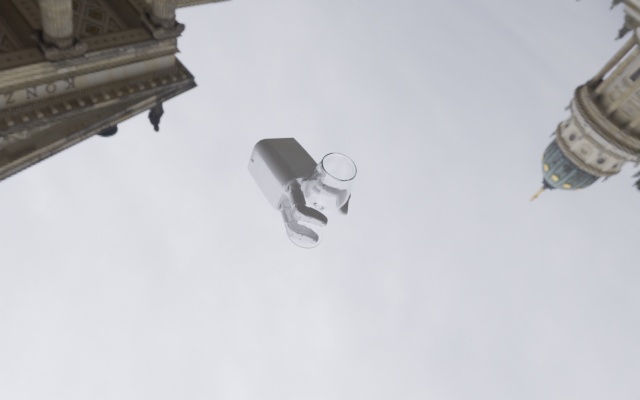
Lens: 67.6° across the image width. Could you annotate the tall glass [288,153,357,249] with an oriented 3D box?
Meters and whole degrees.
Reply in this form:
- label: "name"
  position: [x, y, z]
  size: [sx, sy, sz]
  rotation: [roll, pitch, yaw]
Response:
- label: "tall glass"
  position: [0.000, 0.003, 0.859]
  size: [0.079, 0.079, 0.201]
  rotation: [0, -36, -23]
